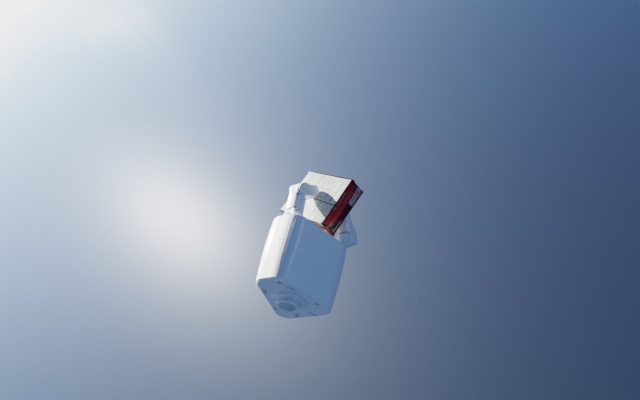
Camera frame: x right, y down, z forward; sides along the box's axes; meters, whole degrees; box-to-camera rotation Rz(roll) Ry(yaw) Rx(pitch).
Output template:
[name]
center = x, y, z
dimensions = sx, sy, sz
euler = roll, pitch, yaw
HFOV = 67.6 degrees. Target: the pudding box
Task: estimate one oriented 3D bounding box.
[pudding box]
center = 0.000, 0.002, 0.762
dimensions = 0.113, 0.090, 0.039
euler = 16, -26, 48
